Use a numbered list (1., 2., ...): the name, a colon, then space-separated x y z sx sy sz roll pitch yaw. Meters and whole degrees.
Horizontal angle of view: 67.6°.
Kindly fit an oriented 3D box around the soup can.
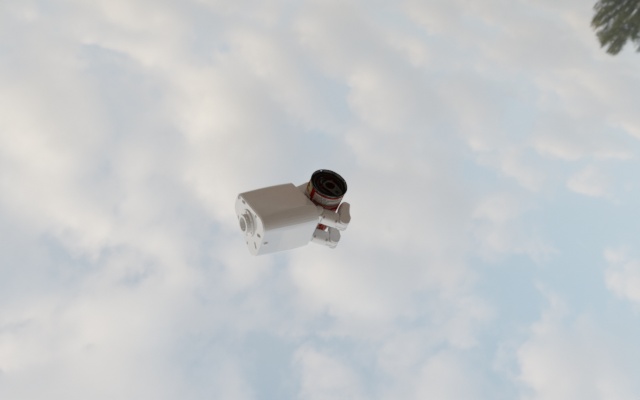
1. soup can: 0.000 0.003 0.865 0.068 0.068 0.102 0 -42 -24
